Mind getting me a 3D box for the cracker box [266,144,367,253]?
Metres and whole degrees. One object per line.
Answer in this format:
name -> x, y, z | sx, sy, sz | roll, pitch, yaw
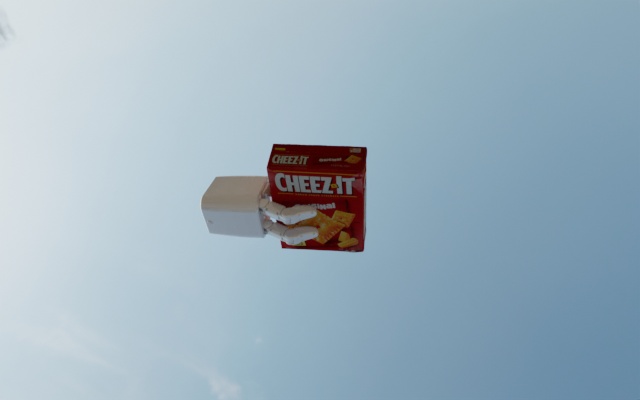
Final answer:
cracker box -> 0.000, 0.003, 0.862 | 0.164, 0.072, 0.214 | 3, -44, 7
